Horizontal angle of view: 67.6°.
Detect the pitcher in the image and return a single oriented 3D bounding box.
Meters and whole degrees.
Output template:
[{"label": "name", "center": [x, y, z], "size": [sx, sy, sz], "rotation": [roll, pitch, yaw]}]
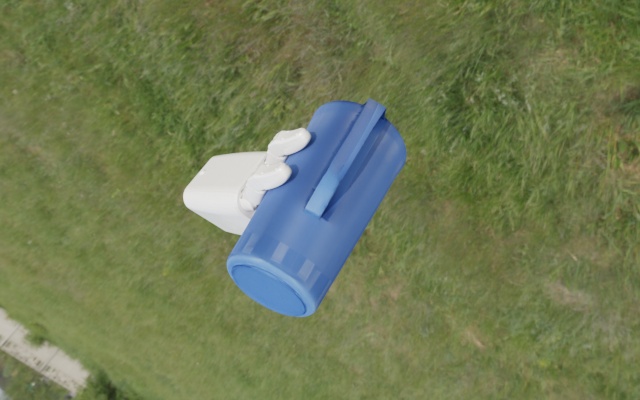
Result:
[{"label": "pitcher", "center": [0.000, 0.002, 0.549], "size": [0.145, 0.242, 0.149], "rotation": [3, -41, 37]}]
